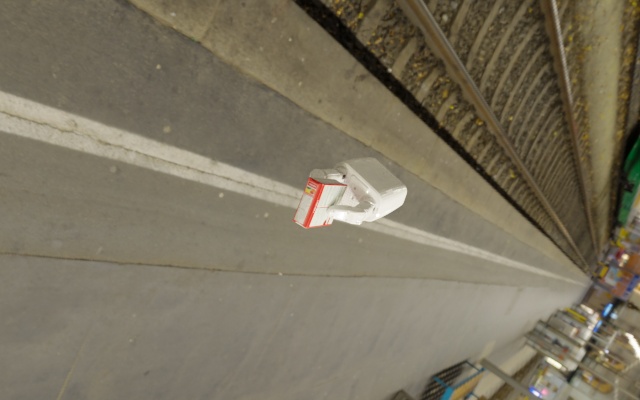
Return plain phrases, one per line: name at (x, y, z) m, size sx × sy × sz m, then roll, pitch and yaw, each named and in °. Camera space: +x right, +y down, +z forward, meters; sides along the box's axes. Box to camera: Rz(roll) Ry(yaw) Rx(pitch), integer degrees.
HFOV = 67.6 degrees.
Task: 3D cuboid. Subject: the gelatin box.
gelatin box at (0.000, 0.003, 0.750) m, size 0.030 × 0.073 × 0.089 m, roll 27°, pitch 14°, yaw 24°
